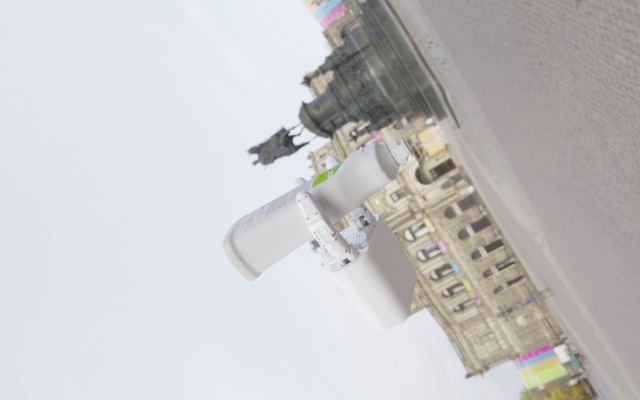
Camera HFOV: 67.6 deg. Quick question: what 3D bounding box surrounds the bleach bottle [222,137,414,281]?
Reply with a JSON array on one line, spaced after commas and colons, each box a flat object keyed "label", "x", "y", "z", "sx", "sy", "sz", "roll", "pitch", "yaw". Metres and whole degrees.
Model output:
[{"label": "bleach bottle", "x": 0.000, "y": 0.002, "z": 0.594, "sx": 0.251, "sy": 0.068, "sz": 0.102, "roll": -31, "pitch": 17, "yaw": 15}]
